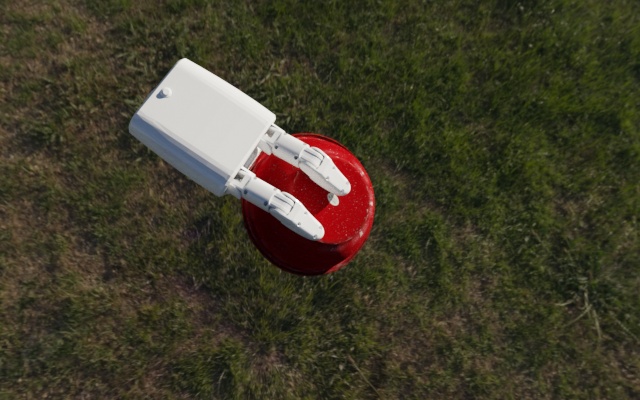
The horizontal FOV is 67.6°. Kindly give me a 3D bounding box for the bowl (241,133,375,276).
[{"bbox_3d":[0.001,0.002,0.515,0.162,0.162,0.055,0,-5,-25],"label":"bowl"}]
